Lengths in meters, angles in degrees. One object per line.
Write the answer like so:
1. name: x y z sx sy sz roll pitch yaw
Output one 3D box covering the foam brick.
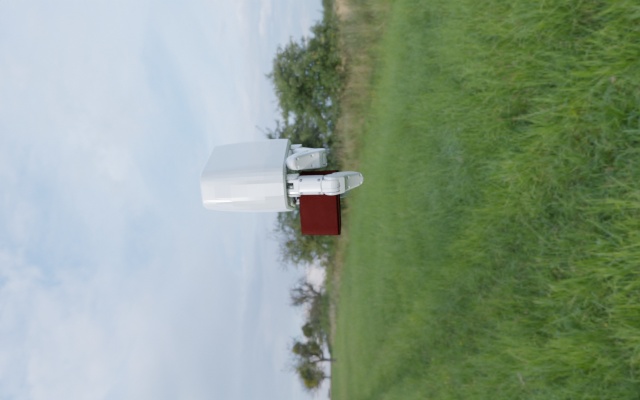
1. foam brick: 0.000 0.002 0.631 0.051 0.078 0.053 -3 14 4
